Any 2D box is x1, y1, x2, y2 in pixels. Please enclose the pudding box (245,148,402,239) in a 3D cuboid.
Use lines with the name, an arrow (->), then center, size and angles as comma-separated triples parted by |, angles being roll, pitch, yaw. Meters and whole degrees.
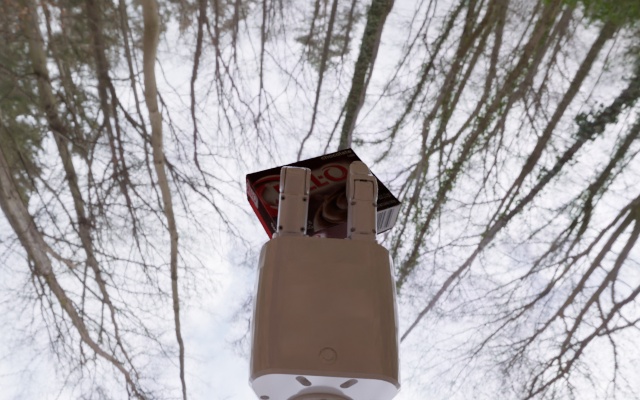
pudding box -> 0.000, 0.002, 0.428 | 0.113, 0.039, 0.090 | -15, 46, -24
